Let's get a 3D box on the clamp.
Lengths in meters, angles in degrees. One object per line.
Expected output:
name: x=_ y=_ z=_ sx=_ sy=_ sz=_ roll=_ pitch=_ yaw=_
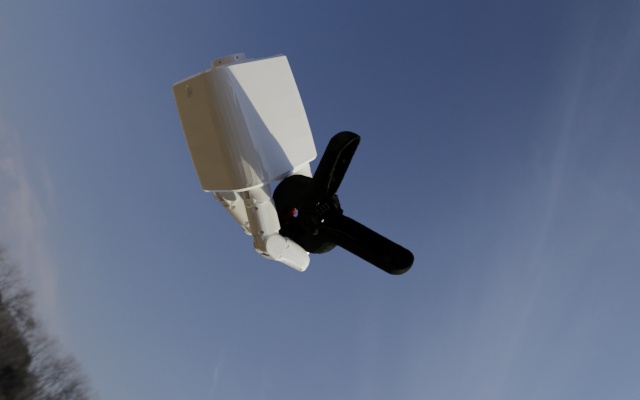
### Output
clamp: x=0.000 y=0.001 z=0.420 sx=0.039 sy=0.120 sz=0.171 roll=-26 pitch=17 yaw=-36
